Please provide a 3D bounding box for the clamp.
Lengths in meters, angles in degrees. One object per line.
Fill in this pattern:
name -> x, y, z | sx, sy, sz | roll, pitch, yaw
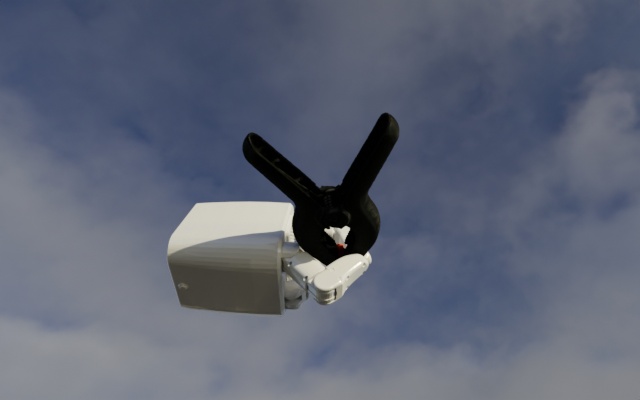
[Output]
clamp -> 0.000, 0.001, 0.412 | 0.120, 0.172, 0.039 | 3, 40, 4
